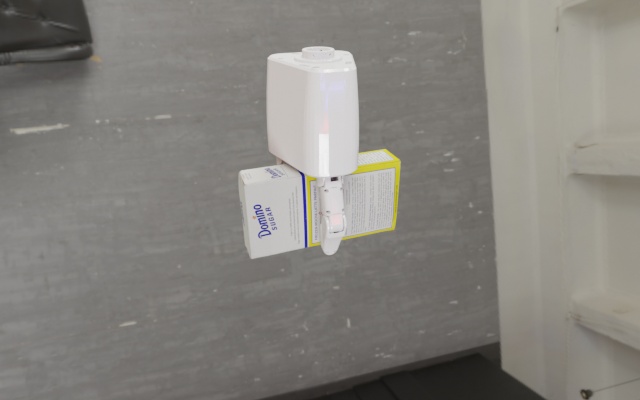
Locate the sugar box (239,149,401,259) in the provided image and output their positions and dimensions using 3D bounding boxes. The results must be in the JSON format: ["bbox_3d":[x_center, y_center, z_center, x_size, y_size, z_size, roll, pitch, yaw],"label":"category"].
[{"bbox_3d":[0.000,0.001,0.537,0.176,0.093,0.048,-8,28,-15],"label":"sugar box"}]
